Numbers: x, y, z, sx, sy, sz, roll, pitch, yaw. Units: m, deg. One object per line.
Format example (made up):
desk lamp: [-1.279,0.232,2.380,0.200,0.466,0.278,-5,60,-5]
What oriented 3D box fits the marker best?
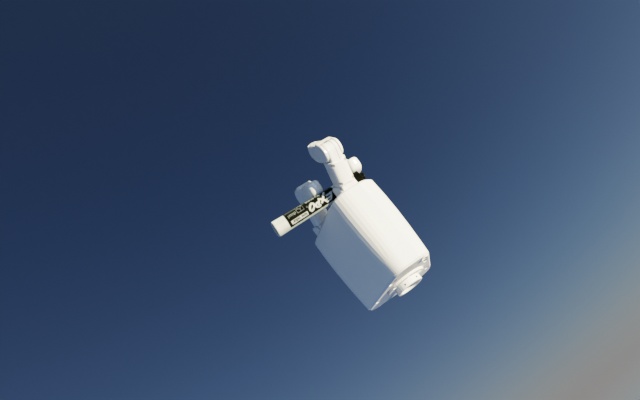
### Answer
marker: [0.000,0.002,0.536,0.121,0.020,0.020,-32,9,-15]
